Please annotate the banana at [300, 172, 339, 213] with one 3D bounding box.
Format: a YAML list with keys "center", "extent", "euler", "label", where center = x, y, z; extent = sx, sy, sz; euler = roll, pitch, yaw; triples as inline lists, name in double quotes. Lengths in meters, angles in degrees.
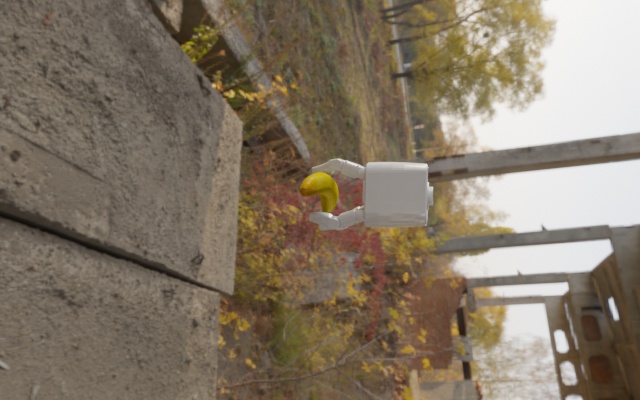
- center: [0.004, -0.014, 0.853]
  extent: [0.037, 0.069, 0.198]
  euler: [6, -15, 15]
  label: "banana"
